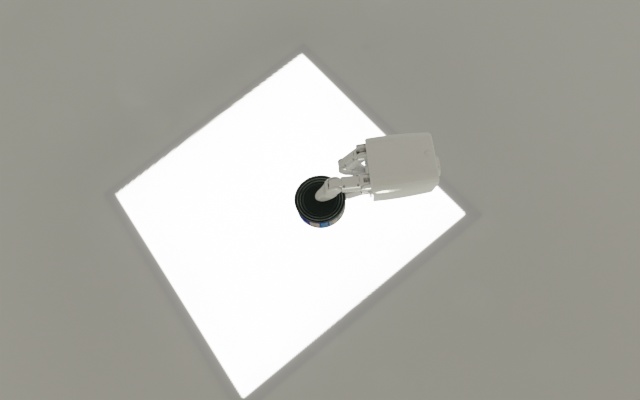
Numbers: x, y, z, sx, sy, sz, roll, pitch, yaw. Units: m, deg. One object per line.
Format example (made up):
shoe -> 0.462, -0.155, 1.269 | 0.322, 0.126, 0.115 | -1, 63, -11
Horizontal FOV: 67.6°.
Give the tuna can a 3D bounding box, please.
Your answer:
tuna can -> 0.000, 0.003, 0.804 | 0.086, 0.086, 0.034 | 0, -22, 5
